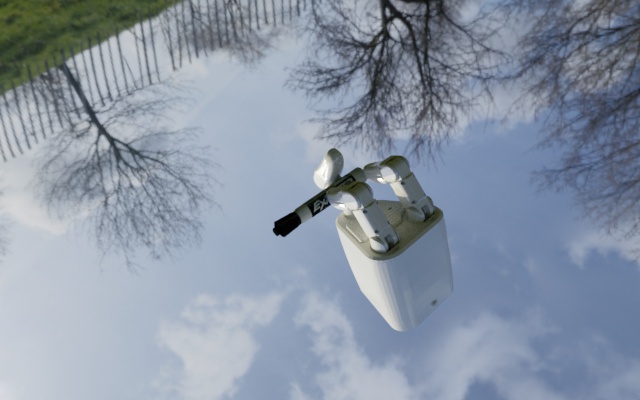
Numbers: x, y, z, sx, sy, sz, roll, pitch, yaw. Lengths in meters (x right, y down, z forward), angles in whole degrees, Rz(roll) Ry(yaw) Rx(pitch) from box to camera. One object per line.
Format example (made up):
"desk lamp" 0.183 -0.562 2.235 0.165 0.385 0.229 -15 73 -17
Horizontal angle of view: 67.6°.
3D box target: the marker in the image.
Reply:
"marker" 0.000 0.002 0.501 0.121 0.020 0.020 -34 16 -25
